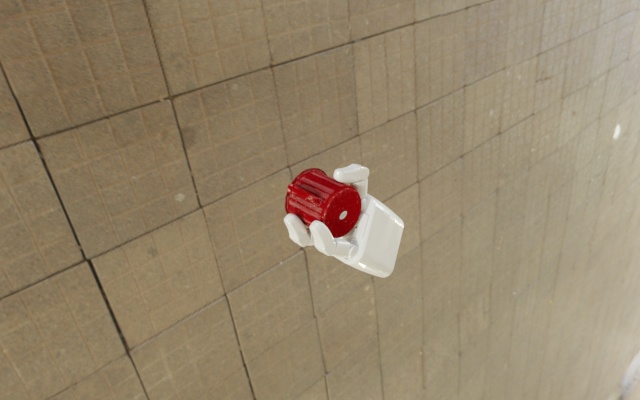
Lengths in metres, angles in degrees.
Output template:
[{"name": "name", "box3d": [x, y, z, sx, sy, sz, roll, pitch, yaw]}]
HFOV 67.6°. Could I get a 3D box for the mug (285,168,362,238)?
[{"name": "mug", "box3d": [-0.001, 0.002, 0.707, 0.081, 0.093, 0.117, 26, -3, 43]}]
